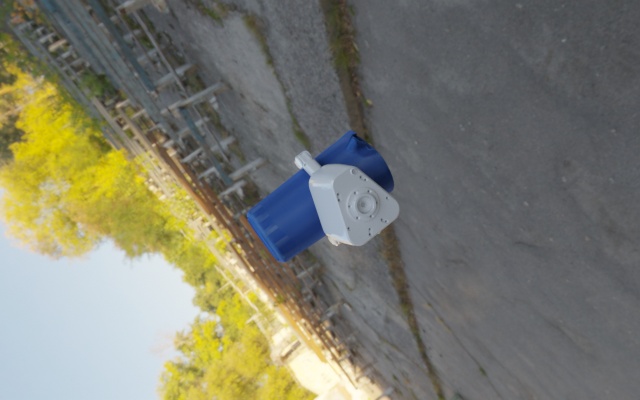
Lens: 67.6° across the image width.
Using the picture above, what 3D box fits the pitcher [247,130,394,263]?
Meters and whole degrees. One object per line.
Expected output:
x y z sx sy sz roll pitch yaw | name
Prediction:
0.000 0.003 0.840 0.243 0.149 0.145 -36 13 -11 | pitcher
